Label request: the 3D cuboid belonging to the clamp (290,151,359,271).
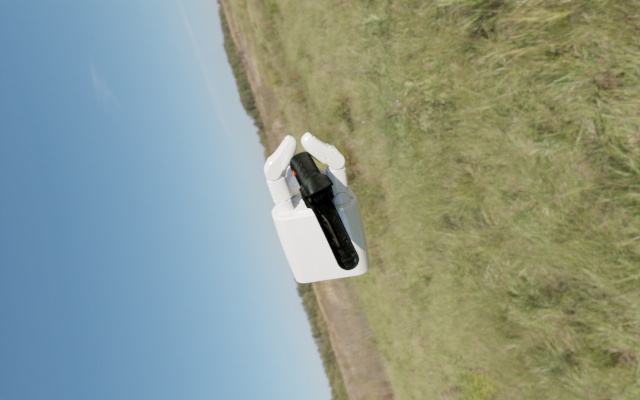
[{"bbox_3d":[-0.001,0.002,0.549,0.039,0.120,0.171,-17,24,-4],"label":"clamp"}]
